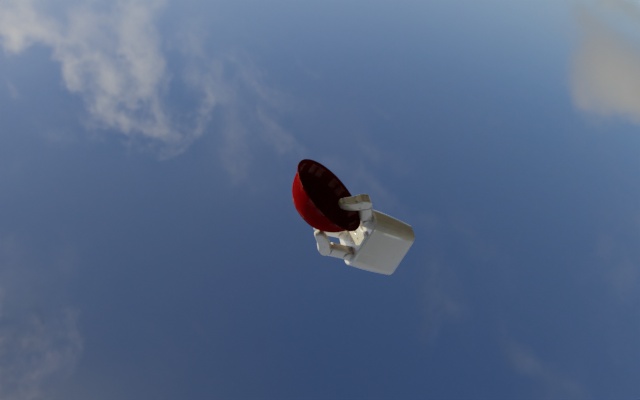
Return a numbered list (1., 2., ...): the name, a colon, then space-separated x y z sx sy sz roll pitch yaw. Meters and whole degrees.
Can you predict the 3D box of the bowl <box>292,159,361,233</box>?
1. bowl: -0.001 0.002 0.880 0.055 0.162 0.162 -39 -19 25
